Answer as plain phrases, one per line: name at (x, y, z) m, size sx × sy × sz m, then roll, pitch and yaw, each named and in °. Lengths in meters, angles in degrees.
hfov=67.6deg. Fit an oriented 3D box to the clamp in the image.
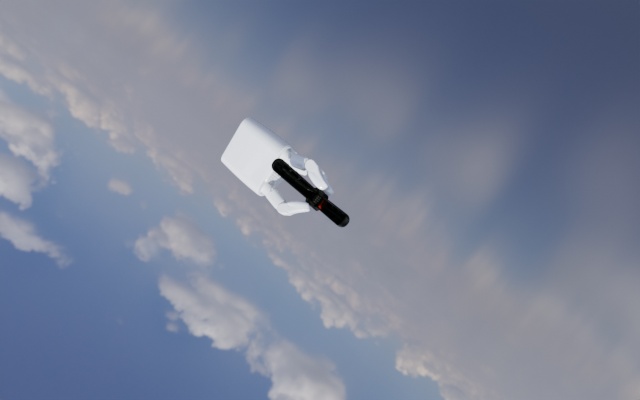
clamp at (0.000, 0.003, 0.877) m, size 0.164 × 0.036 × 0.210 m, roll 42°, pitch 0°, yaw 17°
